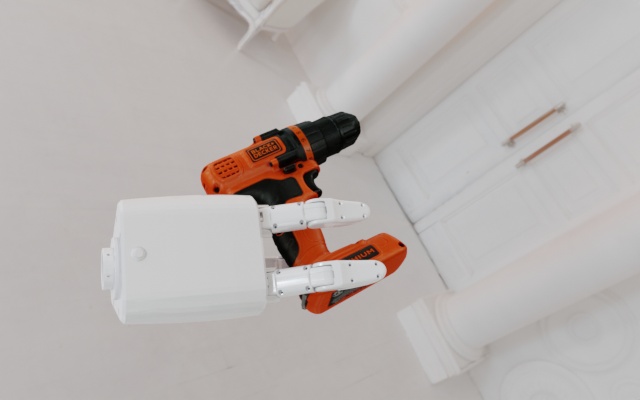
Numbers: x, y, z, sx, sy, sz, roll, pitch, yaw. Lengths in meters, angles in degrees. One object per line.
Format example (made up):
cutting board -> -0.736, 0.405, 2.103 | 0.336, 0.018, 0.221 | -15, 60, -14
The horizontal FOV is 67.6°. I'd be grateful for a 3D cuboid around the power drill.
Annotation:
power drill -> 0.000, 0.002, 0.473 | 0.184, 0.187, 0.057 | -27, -28, -19
